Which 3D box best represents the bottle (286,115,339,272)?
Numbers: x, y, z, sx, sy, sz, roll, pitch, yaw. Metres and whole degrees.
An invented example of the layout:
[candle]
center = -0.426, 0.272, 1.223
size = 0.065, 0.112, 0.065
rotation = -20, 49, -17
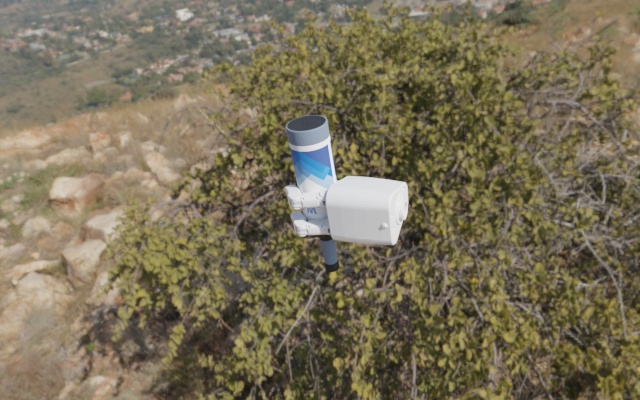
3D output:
[bottle]
center = 0.000, 0.002, 0.825
size = 0.069, 0.296, 0.069
rotation = -7, 31, 5
